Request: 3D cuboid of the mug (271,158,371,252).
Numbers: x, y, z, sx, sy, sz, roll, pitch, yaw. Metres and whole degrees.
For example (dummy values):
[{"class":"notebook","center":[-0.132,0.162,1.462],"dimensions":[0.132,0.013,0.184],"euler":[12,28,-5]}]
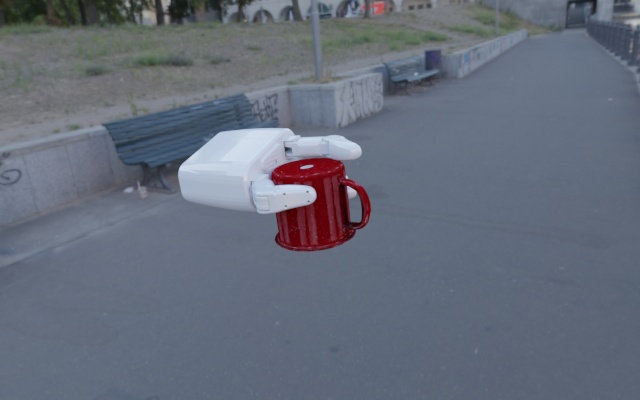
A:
[{"class":"mug","center":[0.001,0.002,0.523],"dimensions":[0.117,0.081,0.093],"euler":[5,22,33]}]
